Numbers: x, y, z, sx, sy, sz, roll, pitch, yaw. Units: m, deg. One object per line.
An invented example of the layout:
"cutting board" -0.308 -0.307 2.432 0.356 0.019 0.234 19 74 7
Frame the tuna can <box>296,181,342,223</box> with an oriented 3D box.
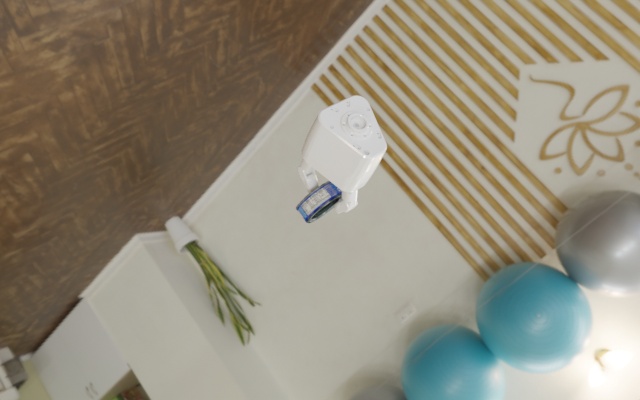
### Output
"tuna can" 0.000 0.003 0.844 0.086 0.033 0.086 -36 -10 -7
